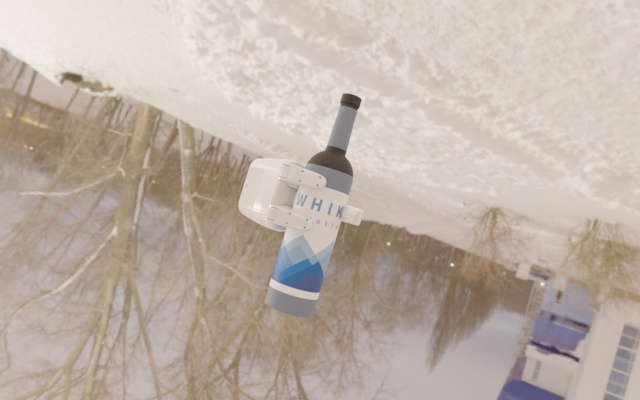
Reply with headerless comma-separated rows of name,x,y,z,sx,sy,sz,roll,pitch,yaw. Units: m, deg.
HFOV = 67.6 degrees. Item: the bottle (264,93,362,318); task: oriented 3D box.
bottle,0.000,0.002,0.633,0.069,0.295,0.069,17,-2,1
